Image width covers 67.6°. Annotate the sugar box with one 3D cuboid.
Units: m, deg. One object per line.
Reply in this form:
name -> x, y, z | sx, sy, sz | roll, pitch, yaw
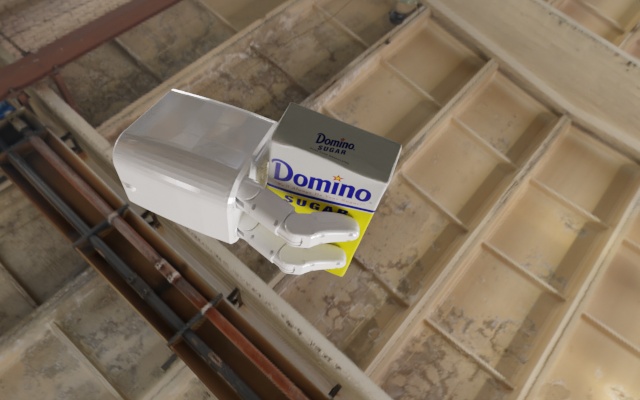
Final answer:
sugar box -> 0.000, 0.002, 0.419 | 0.093, 0.048, 0.176 | 21, -29, 4
